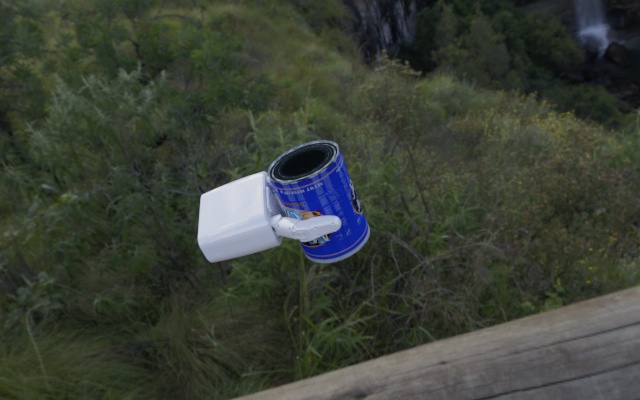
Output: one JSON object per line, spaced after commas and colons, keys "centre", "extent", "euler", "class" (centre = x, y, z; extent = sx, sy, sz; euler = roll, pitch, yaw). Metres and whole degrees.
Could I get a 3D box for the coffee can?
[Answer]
{"centre": [0.000, 0.002, 0.668], "extent": [0.103, 0.140, 0.102], "euler": [-17, 31, 10], "class": "coffee can"}
